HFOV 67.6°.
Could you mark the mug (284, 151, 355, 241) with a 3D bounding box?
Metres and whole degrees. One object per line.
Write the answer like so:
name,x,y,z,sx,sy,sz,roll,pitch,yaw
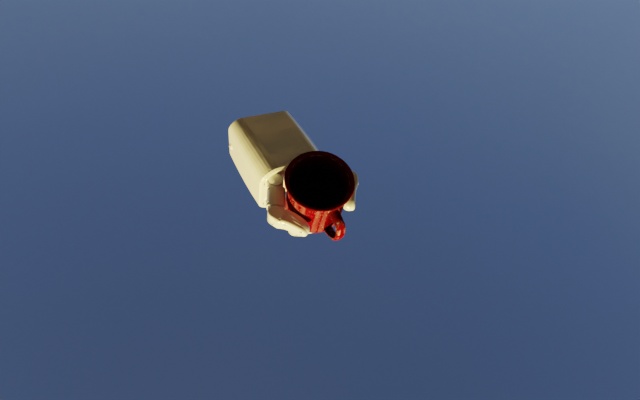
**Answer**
mug,0.001,0.003,0.649,0.093,0.117,0.081,-25,-23,-20
